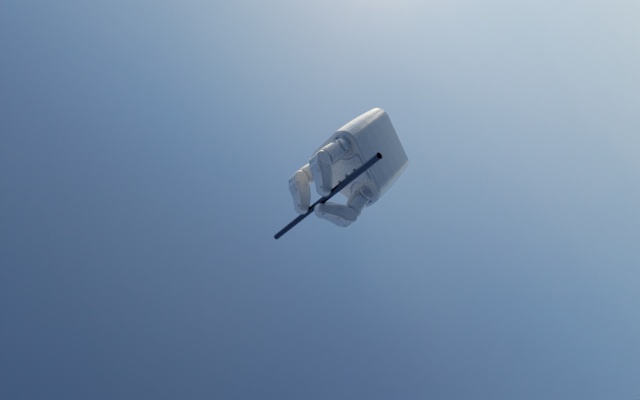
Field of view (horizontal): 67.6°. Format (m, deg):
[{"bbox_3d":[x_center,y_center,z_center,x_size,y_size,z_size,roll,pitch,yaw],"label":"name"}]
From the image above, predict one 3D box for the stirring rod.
[{"bbox_3d":[0.000,0.002,0.615,0.011,0.011,0.240,0,-25,-37],"label":"stirring rod"}]
